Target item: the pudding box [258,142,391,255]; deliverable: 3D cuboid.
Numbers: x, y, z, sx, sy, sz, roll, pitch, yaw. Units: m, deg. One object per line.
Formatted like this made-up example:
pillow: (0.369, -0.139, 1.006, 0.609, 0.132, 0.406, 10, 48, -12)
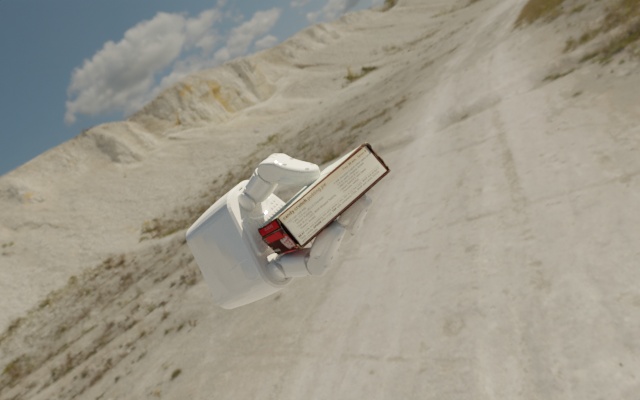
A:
pudding box: (0.000, 0.001, 0.445, 0.113, 0.039, 0.090, -43, 6, -19)
